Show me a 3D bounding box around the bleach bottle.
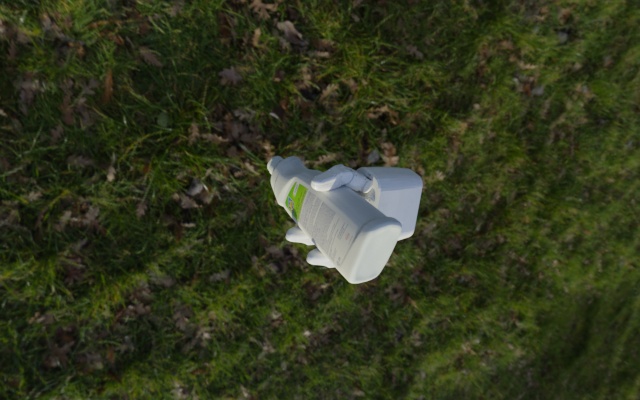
[{"bbox_3d":[0.000,0.002,0.684,0.068,0.103,0.250,-5,36,-40],"label":"bleach bottle"}]
